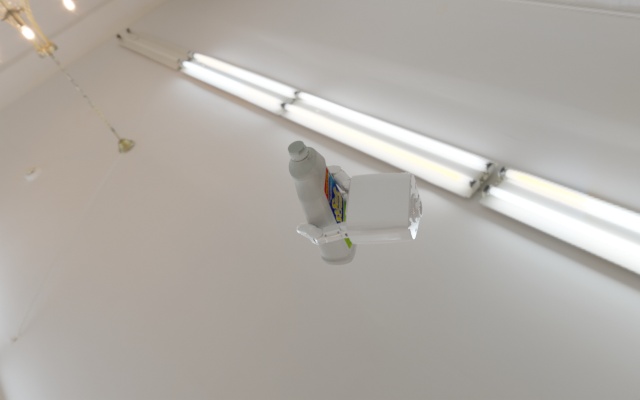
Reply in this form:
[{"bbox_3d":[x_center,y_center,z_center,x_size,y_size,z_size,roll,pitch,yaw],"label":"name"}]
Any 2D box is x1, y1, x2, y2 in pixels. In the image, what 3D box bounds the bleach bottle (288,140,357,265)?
[{"bbox_3d":[0.000,0.003,0.839,0.068,0.102,0.251,-4,-43,22],"label":"bleach bottle"}]
